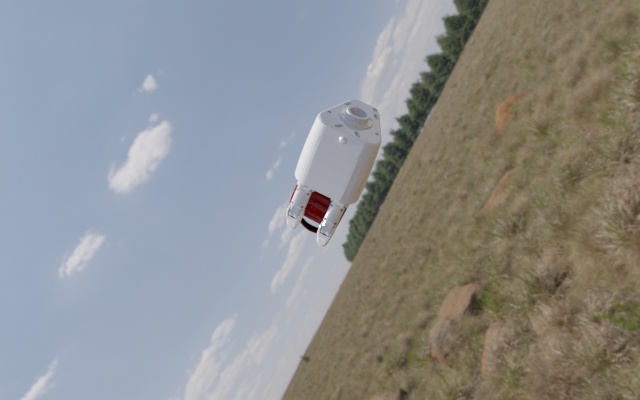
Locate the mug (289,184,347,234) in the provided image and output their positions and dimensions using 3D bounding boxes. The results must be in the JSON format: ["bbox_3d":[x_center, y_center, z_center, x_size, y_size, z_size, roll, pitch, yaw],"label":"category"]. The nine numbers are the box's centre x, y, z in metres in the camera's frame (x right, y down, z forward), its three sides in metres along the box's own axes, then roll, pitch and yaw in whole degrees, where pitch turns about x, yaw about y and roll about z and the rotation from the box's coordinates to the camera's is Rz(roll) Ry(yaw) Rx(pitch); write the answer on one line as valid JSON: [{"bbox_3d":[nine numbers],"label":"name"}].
[{"bbox_3d":[0.000,0.003,0.759,0.081,0.117,0.093,27,37,6],"label":"mug"}]
